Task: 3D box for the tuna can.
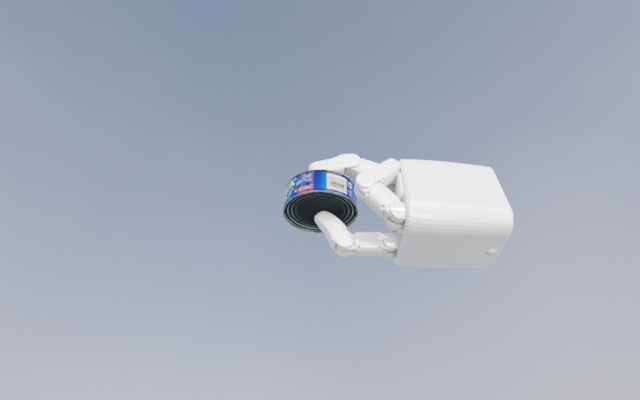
[{"bbox_3d":[0.000,0.001,0.557,0.086,0.033,0.086,0,-35,0],"label":"tuna can"}]
